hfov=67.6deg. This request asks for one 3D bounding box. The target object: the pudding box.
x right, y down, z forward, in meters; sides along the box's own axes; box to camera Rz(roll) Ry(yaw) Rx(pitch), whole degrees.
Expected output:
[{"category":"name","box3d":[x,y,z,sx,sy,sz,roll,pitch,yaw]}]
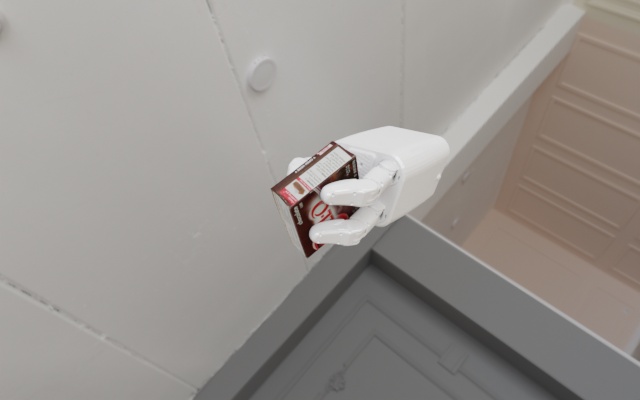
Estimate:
[{"category":"pudding box","box3d":[0.000,0.002,0.523,0.039,0.090,0.114,40,-19,31]}]
